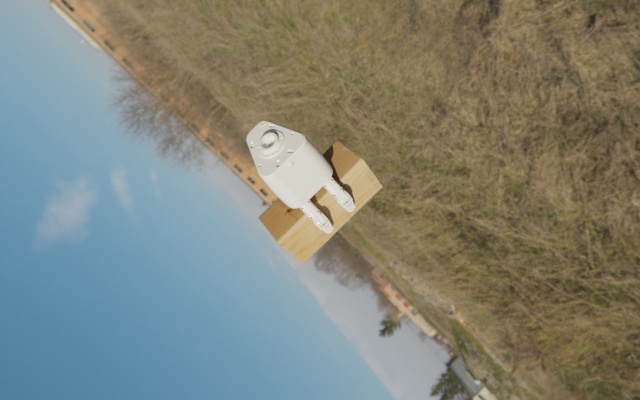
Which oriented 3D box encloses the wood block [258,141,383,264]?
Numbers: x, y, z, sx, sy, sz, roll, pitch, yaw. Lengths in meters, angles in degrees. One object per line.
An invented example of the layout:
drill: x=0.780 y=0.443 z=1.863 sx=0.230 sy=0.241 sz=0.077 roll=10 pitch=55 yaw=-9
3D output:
wood block: x=0.000 y=0.003 z=0.881 sx=0.090 sy=0.206 sz=0.090 roll=47 pitch=-2 yaw=-43
